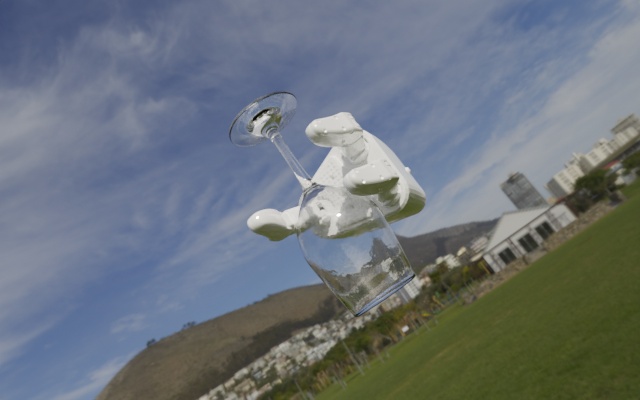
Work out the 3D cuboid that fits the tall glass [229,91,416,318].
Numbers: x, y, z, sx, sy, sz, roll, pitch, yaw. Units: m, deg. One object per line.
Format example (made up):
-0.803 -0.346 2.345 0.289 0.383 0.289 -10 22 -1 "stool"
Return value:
0.000 0.001 0.424 0.079 0.201 0.079 -31 -18 -11 "tall glass"
